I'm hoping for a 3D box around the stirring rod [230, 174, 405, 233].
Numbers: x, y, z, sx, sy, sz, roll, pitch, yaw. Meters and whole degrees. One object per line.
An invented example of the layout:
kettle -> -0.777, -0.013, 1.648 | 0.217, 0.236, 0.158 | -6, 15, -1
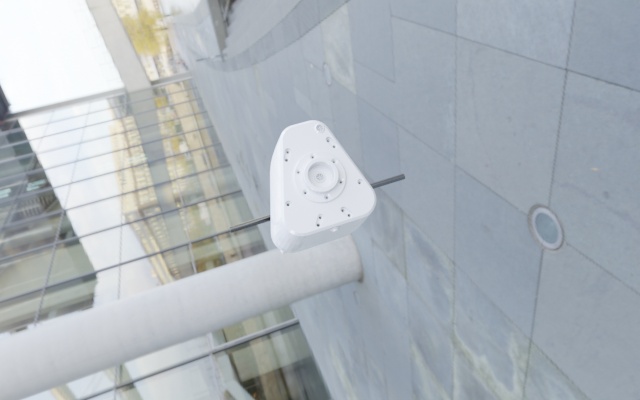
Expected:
stirring rod -> 0.000, 0.002, 0.619 | 0.239, 0.011, 0.011 | -17, 4, -12
